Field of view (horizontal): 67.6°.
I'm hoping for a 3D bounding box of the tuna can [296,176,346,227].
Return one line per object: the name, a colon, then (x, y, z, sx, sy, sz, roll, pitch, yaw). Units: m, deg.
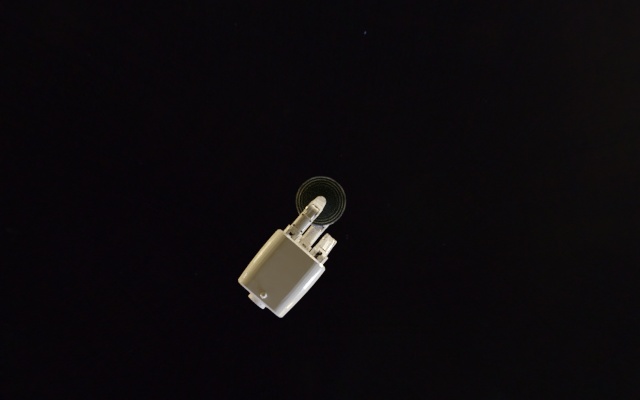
tuna can: (0.000, 0.003, 0.833, 0.086, 0.086, 0.034, 0, -7, -2)
